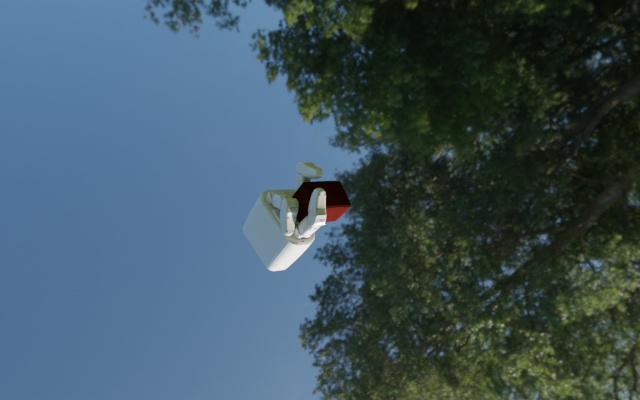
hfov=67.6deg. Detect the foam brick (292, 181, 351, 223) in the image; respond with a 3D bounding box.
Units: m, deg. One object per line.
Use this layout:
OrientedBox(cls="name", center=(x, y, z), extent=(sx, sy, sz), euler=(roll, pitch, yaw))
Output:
OrientedBox(cls="foam brick", center=(0.000, 0.003, 0.799), extent=(0.078, 0.053, 0.051), euler=(-2, -32, -34))
